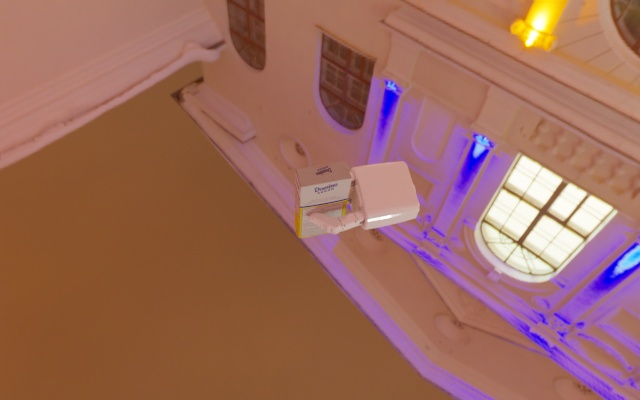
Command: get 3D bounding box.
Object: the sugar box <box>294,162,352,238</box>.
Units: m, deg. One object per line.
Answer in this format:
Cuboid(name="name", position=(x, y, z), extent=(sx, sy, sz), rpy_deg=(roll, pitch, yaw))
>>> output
Cuboid(name="sugar box", position=(0.000, 0.002, 0.883), extent=(0.093, 0.048, 0.176), rpy_deg=(-10, -35, -11))
